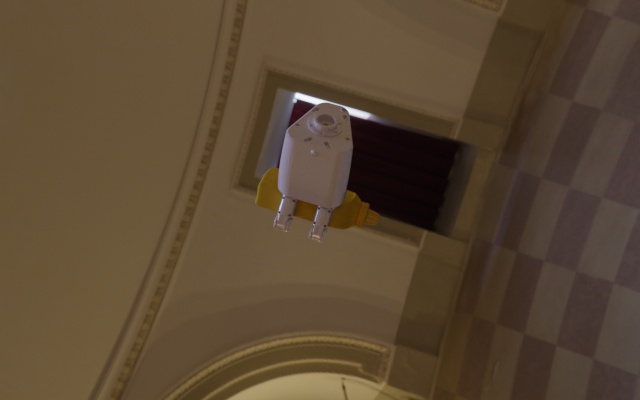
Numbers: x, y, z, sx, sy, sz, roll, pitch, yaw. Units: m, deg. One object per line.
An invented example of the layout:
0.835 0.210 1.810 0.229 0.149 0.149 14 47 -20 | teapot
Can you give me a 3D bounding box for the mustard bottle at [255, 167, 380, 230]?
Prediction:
0.000 0.003 0.761 0.191 0.058 0.096 17 22 5 | mustard bottle
